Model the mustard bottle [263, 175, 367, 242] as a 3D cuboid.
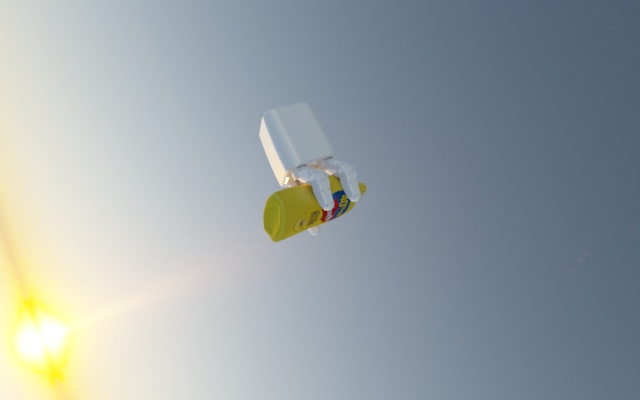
[{"bbox_3d":[0.000,0.003,0.795,0.191,0.096,0.058,-19,55,-33],"label":"mustard bottle"}]
